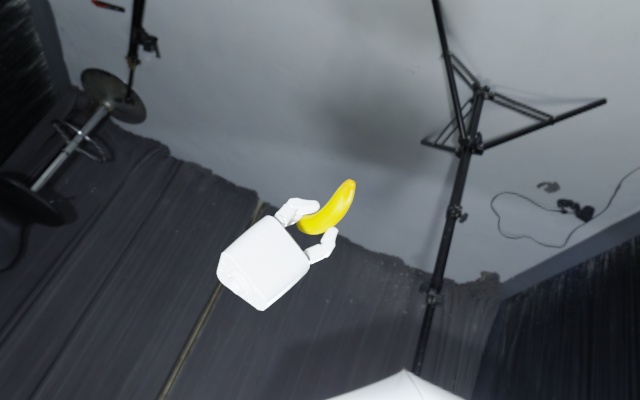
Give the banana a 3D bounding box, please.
[{"bbox_3d":[0.003,0.022,0.863,0.037,0.069,0.198,-11,-8,-37],"label":"banana"}]
